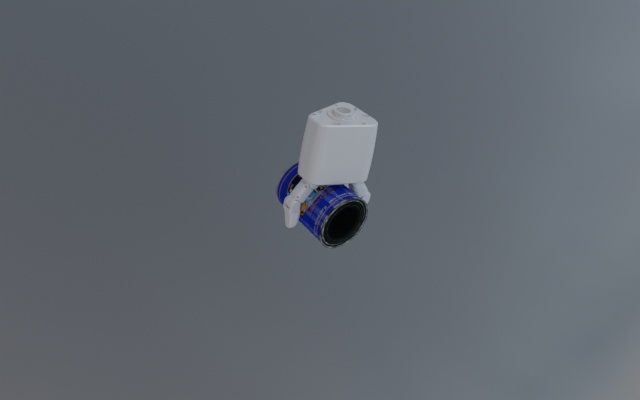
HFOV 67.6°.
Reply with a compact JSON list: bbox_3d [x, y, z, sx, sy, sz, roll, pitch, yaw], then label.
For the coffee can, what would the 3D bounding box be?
[{"bbox_3d":[0.000,0.003,0.840,0.103,0.103,0.140,0,32,-44],"label":"coffee can"}]
